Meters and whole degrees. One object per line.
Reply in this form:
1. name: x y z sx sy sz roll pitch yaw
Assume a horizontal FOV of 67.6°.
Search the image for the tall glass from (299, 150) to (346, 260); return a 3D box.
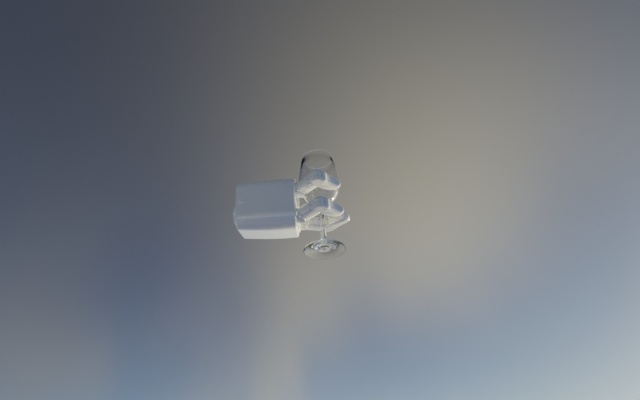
1. tall glass: 0.000 0.003 0.881 0.079 0.201 0.079 -3 -33 -2
